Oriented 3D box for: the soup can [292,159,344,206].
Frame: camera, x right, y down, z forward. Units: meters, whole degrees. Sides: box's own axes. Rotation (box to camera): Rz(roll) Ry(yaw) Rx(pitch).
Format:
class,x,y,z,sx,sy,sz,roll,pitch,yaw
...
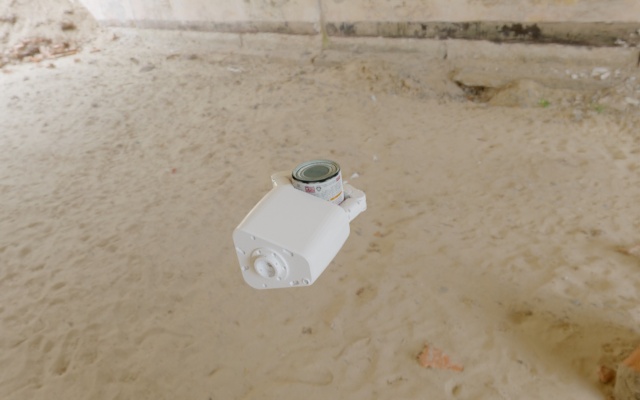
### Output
class,x,y,z,sx,sy,sz,roll,pitch,yaw
soup can,0.000,0.002,0.665,0.068,0.102,0.068,-7,29,4
